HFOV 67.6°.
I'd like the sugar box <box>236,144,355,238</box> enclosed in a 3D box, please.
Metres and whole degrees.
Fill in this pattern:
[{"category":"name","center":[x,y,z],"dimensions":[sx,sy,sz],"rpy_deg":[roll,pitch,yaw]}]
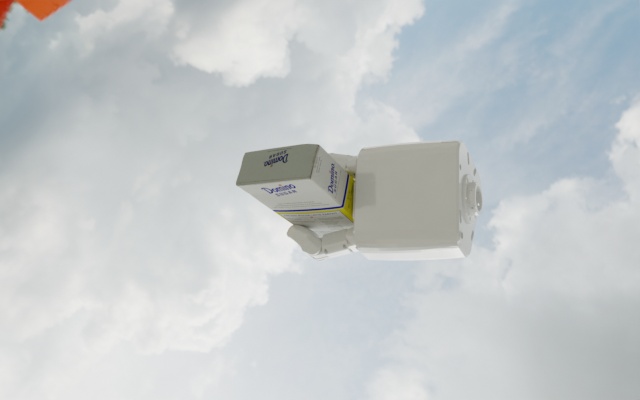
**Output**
[{"category":"sugar box","center":[0.000,0.001,0.523],"dimensions":[0.093,0.048,0.176],"rpy_deg":[-3,-29,31]}]
